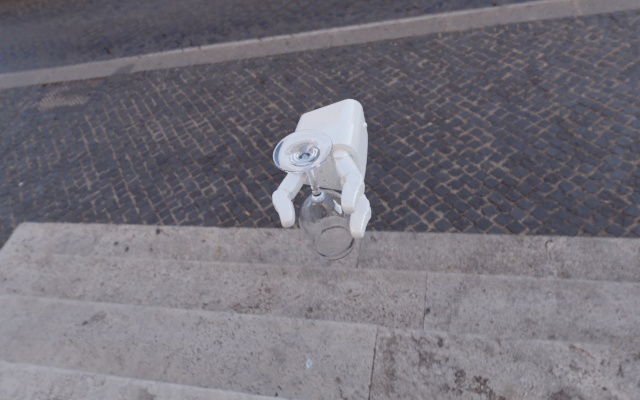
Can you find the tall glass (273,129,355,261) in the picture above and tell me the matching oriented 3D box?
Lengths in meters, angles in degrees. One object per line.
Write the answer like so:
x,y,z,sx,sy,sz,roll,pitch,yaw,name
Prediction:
0.000,0.002,0.650,0.079,0.079,0.201,0,-40,17,tall glass
